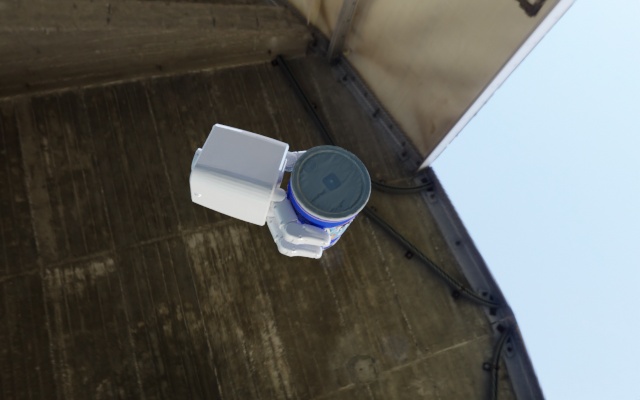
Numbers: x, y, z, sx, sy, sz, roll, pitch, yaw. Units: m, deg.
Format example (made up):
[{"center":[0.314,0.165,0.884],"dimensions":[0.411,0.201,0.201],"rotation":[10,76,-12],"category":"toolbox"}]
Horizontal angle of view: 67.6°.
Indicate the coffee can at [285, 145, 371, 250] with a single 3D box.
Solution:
[{"center":[0.000,0.002,0.660],"dimensions":[0.103,0.102,0.140],"rotation":[0,-23,-13],"category":"coffee can"}]
